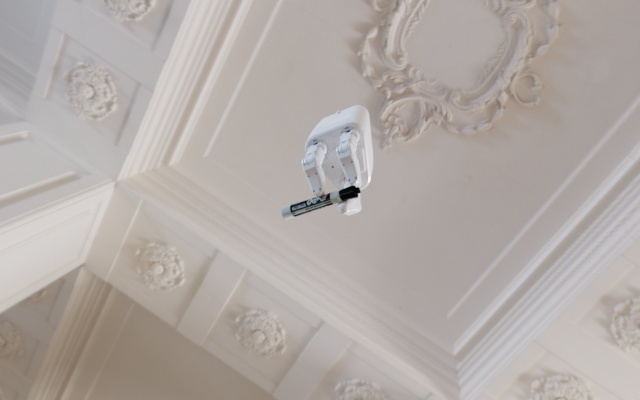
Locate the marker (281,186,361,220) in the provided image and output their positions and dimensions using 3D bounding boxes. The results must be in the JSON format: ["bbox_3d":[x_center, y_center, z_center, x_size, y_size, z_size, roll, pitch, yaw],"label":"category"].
[{"bbox_3d":[0.000,0.002,0.683,0.121,0.020,0.020,-18,-6,20],"label":"marker"}]
